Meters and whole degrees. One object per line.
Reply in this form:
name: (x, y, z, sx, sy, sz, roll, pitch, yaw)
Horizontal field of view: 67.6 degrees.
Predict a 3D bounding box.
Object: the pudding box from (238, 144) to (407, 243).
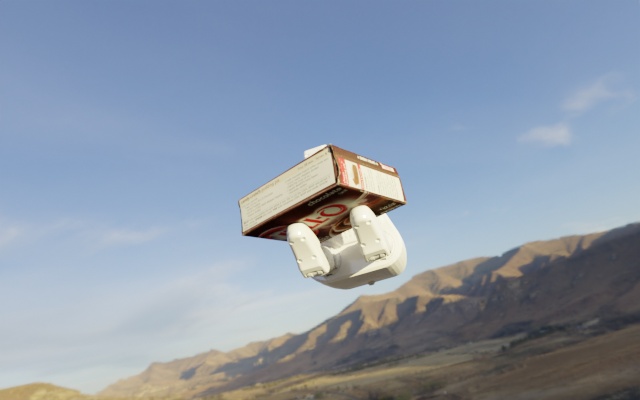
pudding box: (0.000, 0.001, 0.403, 0.113, 0.039, 0.090, -30, -27, 35)
